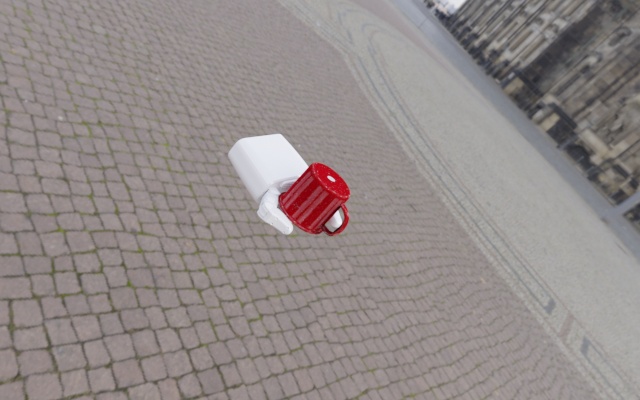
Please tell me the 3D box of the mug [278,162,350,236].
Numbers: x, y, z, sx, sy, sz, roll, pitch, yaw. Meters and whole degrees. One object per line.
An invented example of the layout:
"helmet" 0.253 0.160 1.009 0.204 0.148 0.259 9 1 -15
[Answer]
"mug" 0.001 0.003 0.759 0.081 0.117 0.093 -47 -22 24
